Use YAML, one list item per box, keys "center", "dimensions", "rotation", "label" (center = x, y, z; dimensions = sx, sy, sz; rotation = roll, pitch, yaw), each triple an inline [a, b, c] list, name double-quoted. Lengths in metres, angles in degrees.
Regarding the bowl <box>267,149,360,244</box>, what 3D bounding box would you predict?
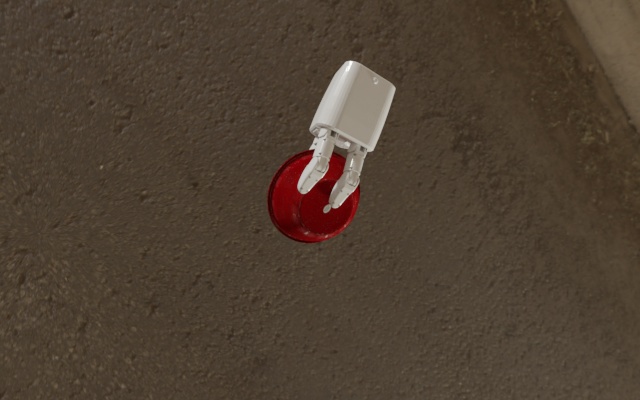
- center: [0.000, 0.004, 0.755]
  dimensions: [0.162, 0.162, 0.055]
  rotation: [0, 18, -22]
  label: "bowl"
